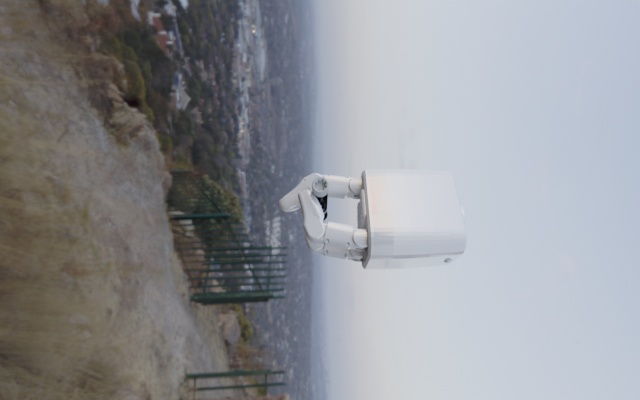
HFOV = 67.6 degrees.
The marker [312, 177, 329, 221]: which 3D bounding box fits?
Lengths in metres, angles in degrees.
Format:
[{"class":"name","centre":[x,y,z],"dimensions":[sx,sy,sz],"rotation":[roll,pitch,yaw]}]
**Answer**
[{"class":"marker","centre":[0.000,0.002,0.572],"dimensions":[0.020,0.020,0.121],"rotation":[0,-18,0]}]
